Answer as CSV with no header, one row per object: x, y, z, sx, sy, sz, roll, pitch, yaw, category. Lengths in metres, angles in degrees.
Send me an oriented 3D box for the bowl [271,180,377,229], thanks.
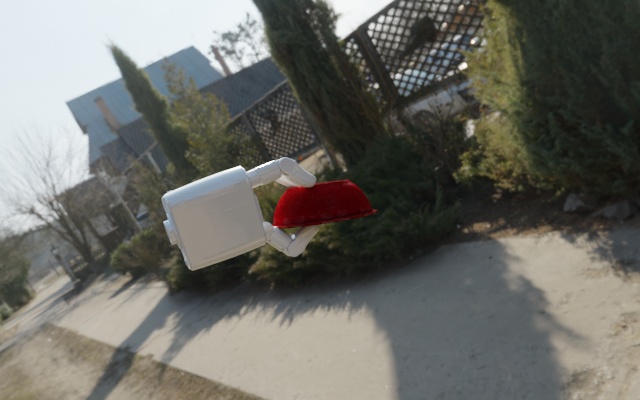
0.001,0.002,0.708,0.162,0.055,0.162,-8,2,0,bowl
